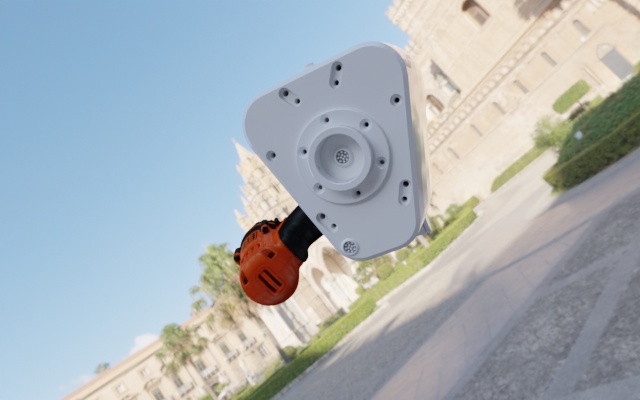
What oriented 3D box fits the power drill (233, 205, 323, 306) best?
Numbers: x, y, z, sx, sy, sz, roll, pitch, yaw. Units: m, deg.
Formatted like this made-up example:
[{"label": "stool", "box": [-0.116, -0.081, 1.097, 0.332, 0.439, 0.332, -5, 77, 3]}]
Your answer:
[{"label": "power drill", "box": [0.000, 0.001, 0.437, 0.057, 0.187, 0.184, 43, 0, -11]}]
